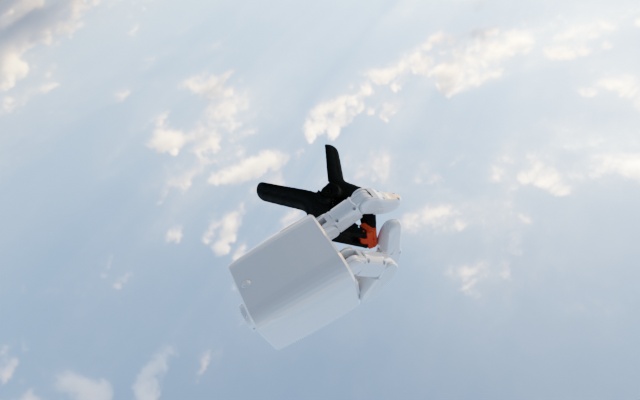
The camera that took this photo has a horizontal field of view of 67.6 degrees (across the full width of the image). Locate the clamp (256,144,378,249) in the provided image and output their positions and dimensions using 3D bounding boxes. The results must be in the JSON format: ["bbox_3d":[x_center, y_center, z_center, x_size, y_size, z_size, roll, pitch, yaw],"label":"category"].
[{"bbox_3d":[0.000,0.002,0.570,0.120,0.039,0.171,-30,45,-8],"label":"clamp"}]
